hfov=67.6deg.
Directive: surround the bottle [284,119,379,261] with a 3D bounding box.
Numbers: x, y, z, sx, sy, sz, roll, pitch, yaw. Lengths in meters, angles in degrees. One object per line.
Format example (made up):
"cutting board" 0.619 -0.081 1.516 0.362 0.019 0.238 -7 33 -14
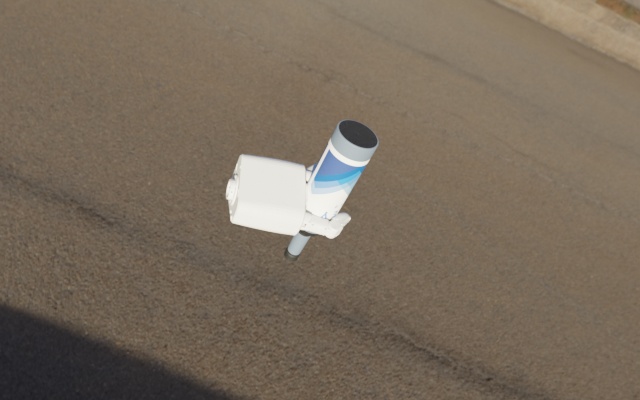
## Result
"bottle" 0.000 0.002 0.784 0.069 0.069 0.296 0 -42 -30
